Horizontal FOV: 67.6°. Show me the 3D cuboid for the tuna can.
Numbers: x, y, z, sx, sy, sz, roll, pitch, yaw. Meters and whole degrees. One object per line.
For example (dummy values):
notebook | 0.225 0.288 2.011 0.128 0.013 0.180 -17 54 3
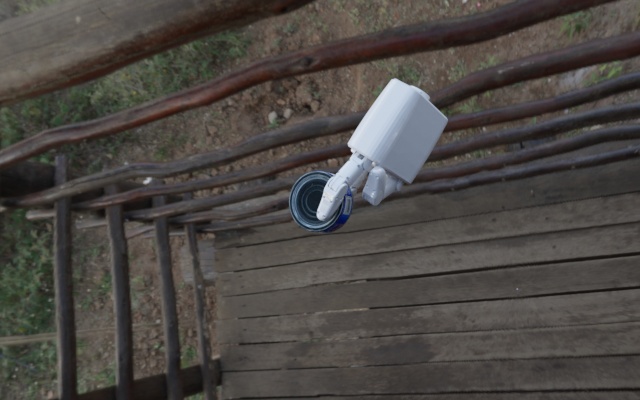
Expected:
tuna can | 0.000 0.002 0.663 0.086 0.086 0.034 0 -5 25
